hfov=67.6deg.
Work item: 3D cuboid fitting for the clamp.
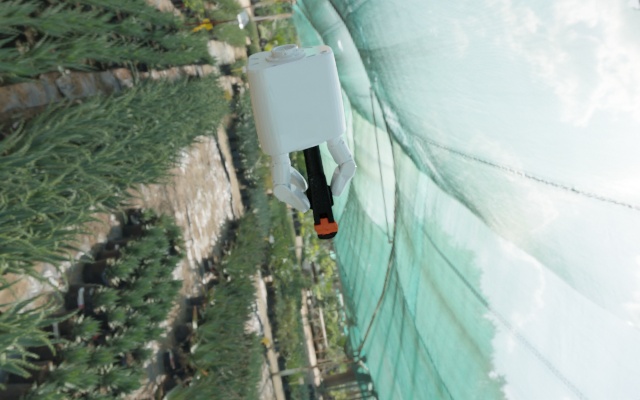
[{"bbox_3d":[0.001,0.002,0.682,0.036,0.165,0.209,-10,31,-1],"label":"clamp"}]
